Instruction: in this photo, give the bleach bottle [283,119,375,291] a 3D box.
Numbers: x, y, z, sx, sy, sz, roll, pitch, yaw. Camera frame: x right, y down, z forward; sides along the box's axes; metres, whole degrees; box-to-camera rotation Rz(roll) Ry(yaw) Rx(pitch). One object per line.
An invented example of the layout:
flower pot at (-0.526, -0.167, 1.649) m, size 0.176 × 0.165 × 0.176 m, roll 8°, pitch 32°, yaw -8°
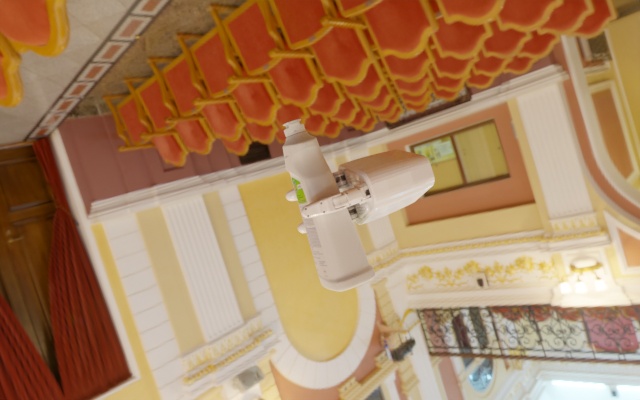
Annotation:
bleach bottle at (0.000, 0.002, 0.702) m, size 0.068 × 0.251 × 0.102 m, roll -19°, pitch 3°, yaw -19°
